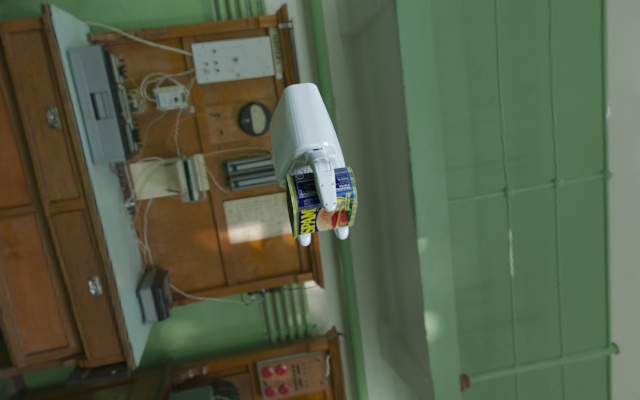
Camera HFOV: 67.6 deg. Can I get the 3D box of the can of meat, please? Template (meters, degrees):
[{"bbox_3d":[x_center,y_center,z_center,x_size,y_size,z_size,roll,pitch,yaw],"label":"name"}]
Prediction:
[{"bbox_3d":[0.000,0.002,0.631,0.084,0.057,0.102,-10,-29,-8],"label":"can of meat"}]
